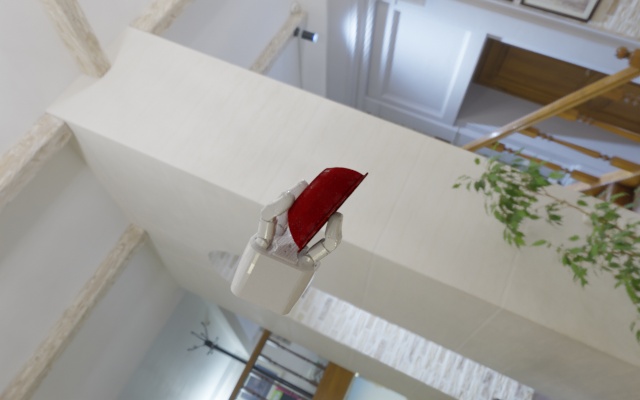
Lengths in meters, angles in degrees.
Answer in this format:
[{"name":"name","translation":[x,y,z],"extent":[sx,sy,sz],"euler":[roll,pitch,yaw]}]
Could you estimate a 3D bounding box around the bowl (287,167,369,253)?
[{"name":"bowl","translation":[0.001,0.001,0.721],"extent":[0.055,0.162,0.162],"euler":[42,2,3]}]
